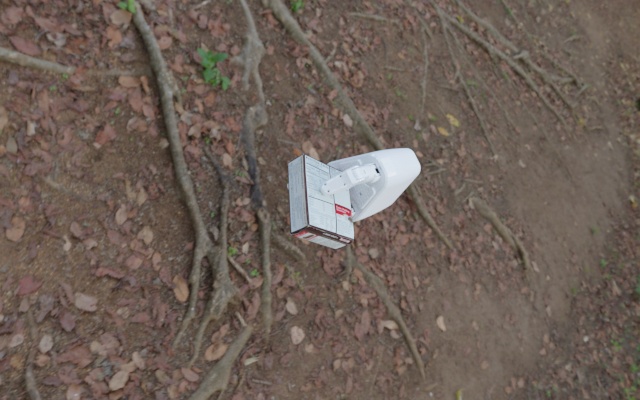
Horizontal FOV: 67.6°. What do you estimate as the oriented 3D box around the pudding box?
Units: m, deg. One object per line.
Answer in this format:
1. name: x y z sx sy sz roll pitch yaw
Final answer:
1. pudding box: 0.000 0.002 0.655 0.090 0.113 0.039 21 -38 -39
